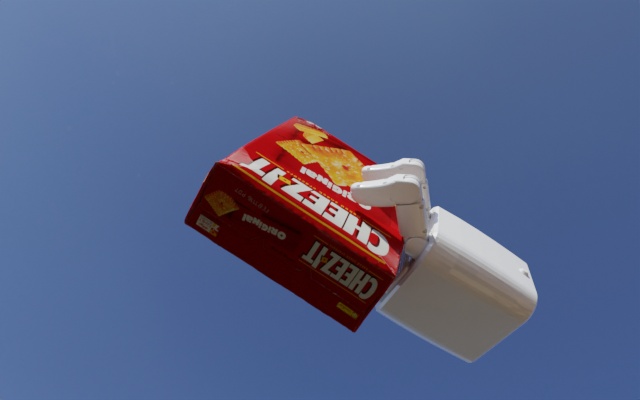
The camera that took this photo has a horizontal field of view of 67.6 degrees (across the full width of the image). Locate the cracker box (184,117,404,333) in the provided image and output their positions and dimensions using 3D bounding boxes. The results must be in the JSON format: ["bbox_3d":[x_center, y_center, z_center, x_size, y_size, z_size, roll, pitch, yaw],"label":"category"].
[{"bbox_3d":[0.000,0.002,0.459,0.164,0.072,0.213,32,24,2],"label":"cracker box"}]
